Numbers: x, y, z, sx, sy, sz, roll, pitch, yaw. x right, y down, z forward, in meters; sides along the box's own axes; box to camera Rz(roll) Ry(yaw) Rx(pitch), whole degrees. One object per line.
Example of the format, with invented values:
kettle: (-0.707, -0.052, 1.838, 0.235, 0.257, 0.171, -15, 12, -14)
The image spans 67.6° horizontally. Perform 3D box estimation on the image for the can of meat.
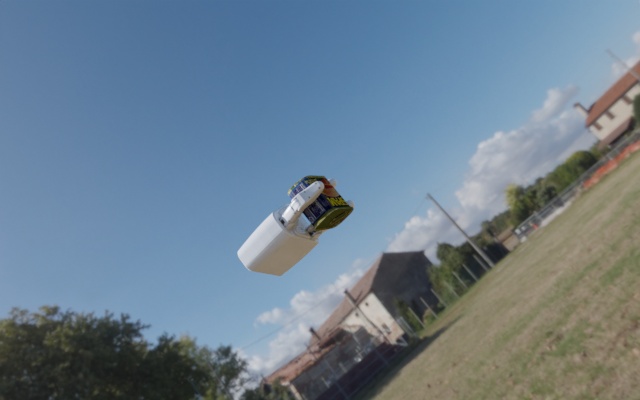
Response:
can of meat: (0.000, 0.002, 0.848, 0.057, 0.084, 0.102, -46, -18, 20)
